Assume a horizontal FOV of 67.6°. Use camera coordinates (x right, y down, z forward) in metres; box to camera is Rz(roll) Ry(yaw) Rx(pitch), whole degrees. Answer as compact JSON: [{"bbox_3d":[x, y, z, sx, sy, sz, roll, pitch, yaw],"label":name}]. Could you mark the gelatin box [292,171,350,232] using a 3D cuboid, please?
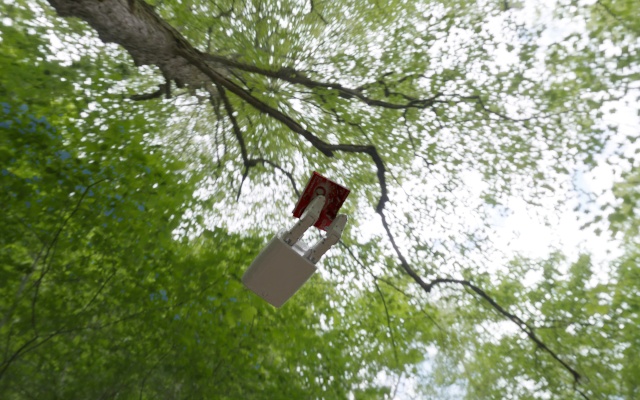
[{"bbox_3d":[0.000,0.002,0.849,0.073,0.089,0.030,27,10,-11],"label":"gelatin box"}]
